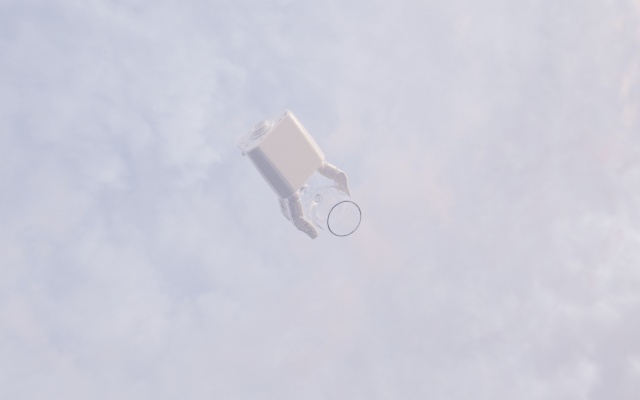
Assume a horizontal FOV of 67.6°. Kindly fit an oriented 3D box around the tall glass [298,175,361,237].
[{"bbox_3d":[0.000,0.003,0.861,0.079,0.079,0.201,0,16,-24],"label":"tall glass"}]
